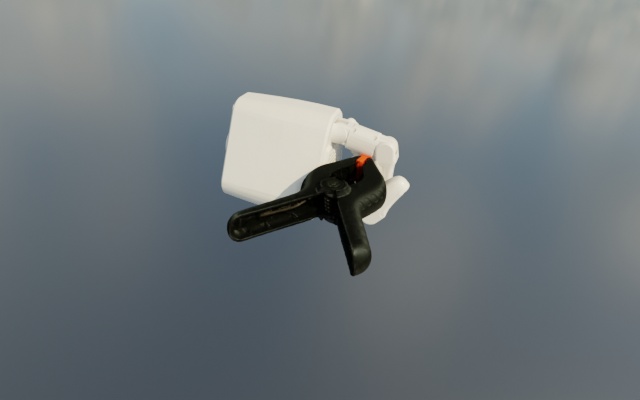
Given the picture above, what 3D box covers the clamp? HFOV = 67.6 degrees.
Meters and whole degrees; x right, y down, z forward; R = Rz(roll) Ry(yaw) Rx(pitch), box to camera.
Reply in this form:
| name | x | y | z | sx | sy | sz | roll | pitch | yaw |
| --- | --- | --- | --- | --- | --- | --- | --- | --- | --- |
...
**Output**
| name | x | y | z | sx | sy | sz | roll | pitch | yaw |
| --- | --- | --- | --- | --- | --- | --- | --- | --- | --- |
| clamp | 0.000 | 0.001 | 0.422 | 0.120 | 0.039 | 0.171 | 14 | 29 | 12 |
